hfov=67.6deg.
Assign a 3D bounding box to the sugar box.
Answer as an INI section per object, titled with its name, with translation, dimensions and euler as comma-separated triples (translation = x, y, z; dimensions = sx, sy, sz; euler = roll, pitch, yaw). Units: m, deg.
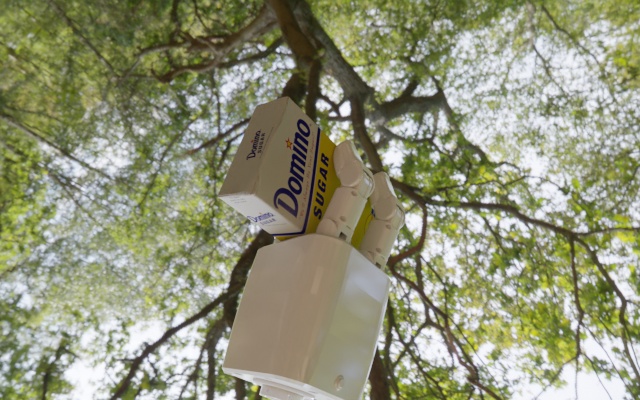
[sugar box]
translation = 0.001, 0.002, 0.421
dimensions = 0.048, 0.093, 0.176
euler = -5, -33, 38
